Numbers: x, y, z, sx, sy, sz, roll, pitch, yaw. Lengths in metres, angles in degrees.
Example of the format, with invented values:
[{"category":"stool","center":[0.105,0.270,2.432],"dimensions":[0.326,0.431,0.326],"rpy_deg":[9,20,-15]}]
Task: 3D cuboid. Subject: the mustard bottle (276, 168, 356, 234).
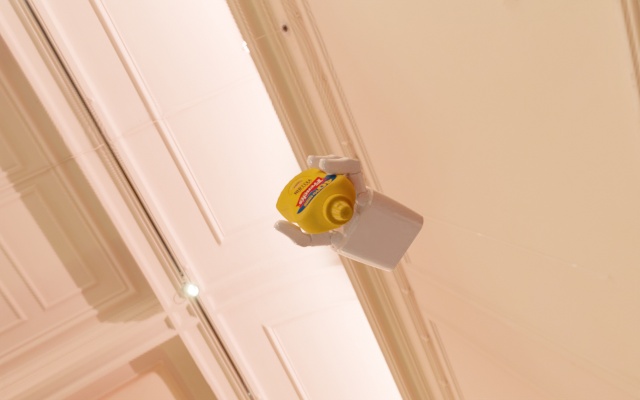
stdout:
[{"category":"mustard bottle","center":[0.000,0.002,0.692],"dimensions":[0.096,0.058,0.191],"rpy_deg":[-43,21,-9]}]
